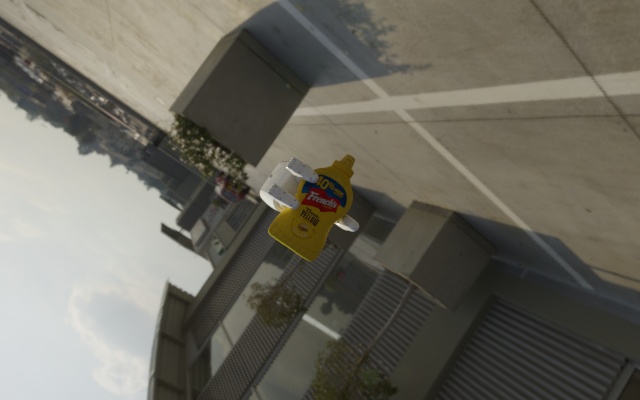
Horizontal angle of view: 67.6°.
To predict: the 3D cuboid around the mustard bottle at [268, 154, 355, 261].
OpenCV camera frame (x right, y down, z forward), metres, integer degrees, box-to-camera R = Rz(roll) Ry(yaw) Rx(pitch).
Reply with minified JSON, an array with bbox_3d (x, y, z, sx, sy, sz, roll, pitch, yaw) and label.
[{"bbox_3d":[0.000,0.003,0.824,0.096,0.191,0.058,34,-5,1],"label":"mustard bottle"}]
